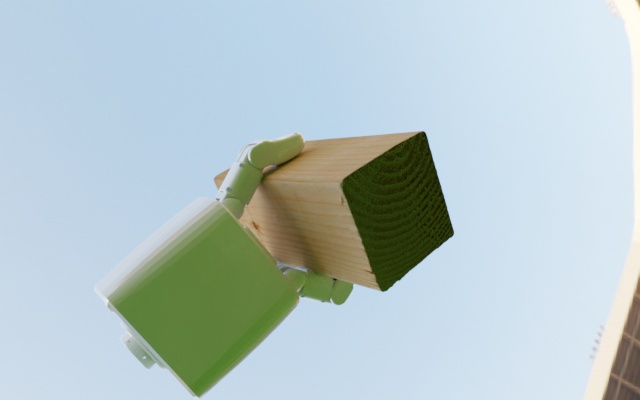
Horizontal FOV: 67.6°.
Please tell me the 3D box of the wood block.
[{"bbox_3d":[0.000,0.001,0.423,0.090,0.091,0.206,-32,21,-30],"label":"wood block"}]
